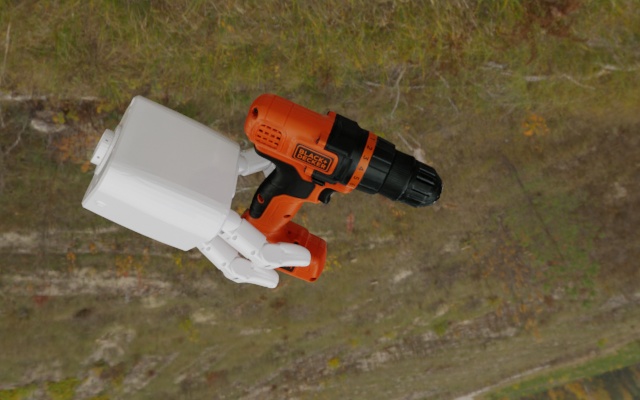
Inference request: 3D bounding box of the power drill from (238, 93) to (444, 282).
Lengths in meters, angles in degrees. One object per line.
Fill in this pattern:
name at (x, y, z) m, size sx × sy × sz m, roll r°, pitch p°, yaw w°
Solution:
power drill at (0.000, 0.002, 0.469) m, size 0.184 × 0.188 × 0.057 m, roll 24°, pitch 42°, yaw -4°
